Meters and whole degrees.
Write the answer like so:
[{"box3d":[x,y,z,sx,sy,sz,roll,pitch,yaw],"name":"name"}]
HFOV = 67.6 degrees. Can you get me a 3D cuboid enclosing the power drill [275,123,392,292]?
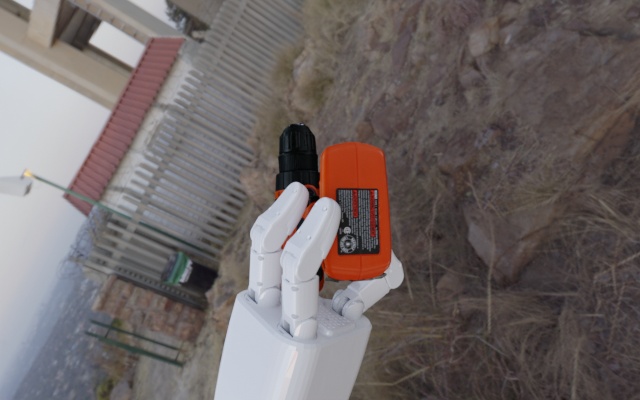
[{"box3d":[0.000,0.002,0.445,0.057,0.184,0.187,-3,-5,-17],"name":"power drill"}]
